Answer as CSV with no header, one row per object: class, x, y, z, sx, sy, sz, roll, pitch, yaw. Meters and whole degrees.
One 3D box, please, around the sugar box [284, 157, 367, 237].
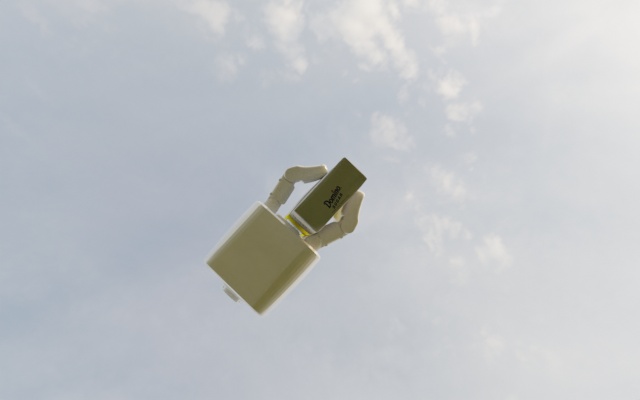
sugar box,0.000,0.003,0.648,0.048,0.093,0.176,44,-10,-4
